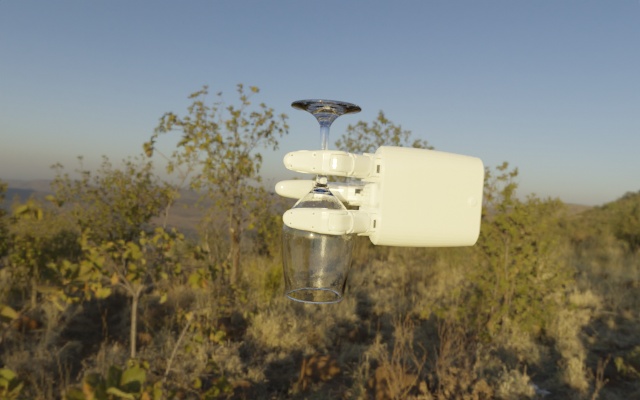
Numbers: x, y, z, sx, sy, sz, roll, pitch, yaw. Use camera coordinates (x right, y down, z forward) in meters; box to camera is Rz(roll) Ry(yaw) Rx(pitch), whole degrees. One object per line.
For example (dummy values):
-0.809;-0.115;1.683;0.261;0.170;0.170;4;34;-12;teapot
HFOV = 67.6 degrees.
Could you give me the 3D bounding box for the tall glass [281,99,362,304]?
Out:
0.000;0.001;0.499;0.079;0.201;0.079;4;1;0;tall glass
